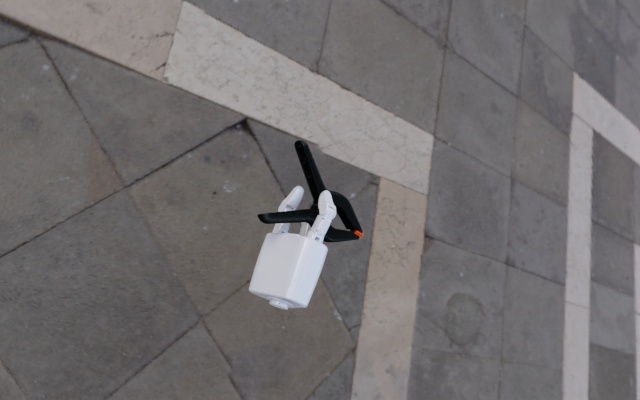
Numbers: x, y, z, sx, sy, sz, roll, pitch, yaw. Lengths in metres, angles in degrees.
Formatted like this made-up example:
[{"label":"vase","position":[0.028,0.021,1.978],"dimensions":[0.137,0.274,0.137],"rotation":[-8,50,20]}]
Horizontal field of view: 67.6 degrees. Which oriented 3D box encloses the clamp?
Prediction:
[{"label":"clamp","position":[0.001,0.003,0.853],"dimensions":[0.210,0.164,0.036],"rotation":[30,-21,-31]}]
